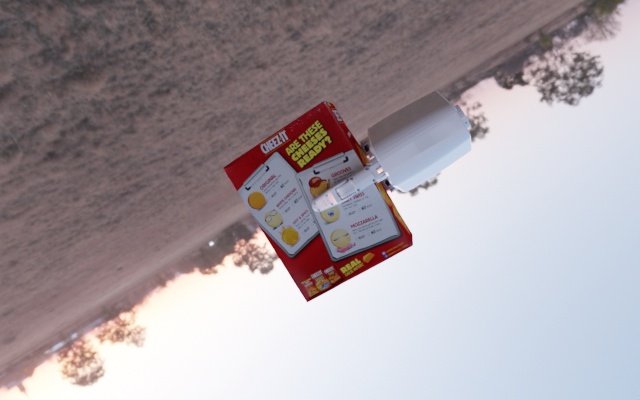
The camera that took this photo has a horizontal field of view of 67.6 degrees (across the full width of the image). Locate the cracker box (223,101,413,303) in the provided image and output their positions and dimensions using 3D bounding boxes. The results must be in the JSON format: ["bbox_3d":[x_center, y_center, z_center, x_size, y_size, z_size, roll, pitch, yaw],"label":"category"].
[{"bbox_3d":[0.000,0.002,0.641,0.164,0.214,0.072,-31,3,14],"label":"cracker box"}]
